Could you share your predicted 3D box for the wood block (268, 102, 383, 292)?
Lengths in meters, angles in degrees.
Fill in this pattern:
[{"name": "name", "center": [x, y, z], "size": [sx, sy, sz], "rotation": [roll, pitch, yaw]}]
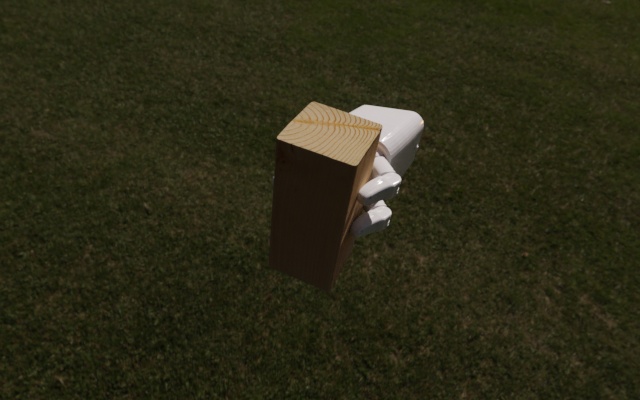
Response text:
[{"name": "wood block", "center": [0.000, 0.001, 0.575], "size": [0.091, 0.206, 0.090], "rotation": [21, 44, 14]}]
